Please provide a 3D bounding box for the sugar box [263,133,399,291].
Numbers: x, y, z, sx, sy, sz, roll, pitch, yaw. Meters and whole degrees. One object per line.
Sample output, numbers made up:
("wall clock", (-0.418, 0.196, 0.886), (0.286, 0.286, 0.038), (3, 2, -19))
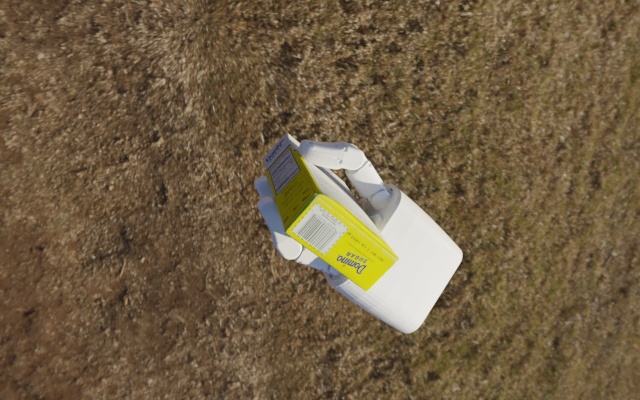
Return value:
("sugar box", (0.000, 0.002, 0.441), (0.093, 0.048, 0.176), (40, 7, -23))
